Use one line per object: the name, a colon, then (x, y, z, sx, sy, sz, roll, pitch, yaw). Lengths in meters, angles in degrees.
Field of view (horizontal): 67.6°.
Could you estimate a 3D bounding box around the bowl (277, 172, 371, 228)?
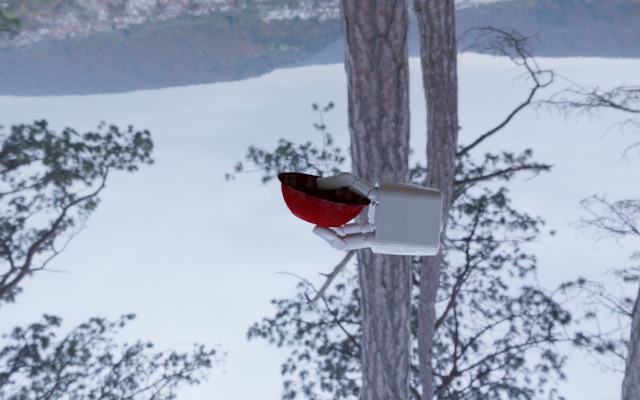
bowl: (-0.001, 0.003, 0.799, 0.162, 0.055, 0.162, 15, 14, -4)
